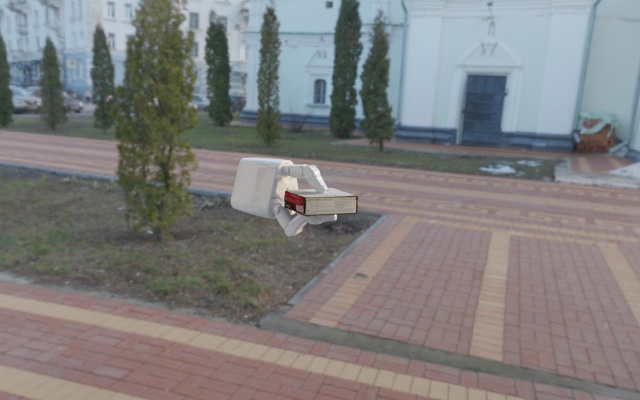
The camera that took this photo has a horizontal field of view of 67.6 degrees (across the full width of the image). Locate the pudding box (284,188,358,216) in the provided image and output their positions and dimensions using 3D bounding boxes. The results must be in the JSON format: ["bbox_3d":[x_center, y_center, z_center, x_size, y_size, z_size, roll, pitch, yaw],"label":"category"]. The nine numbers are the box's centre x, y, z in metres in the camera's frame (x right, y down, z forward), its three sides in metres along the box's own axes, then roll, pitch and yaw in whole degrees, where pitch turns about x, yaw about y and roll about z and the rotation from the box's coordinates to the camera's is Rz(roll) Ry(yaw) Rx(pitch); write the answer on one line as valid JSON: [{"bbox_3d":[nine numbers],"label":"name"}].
[{"bbox_3d":[0.000,0.003,0.888,0.113,0.039,0.090,-4,12,-27],"label":"pudding box"}]
